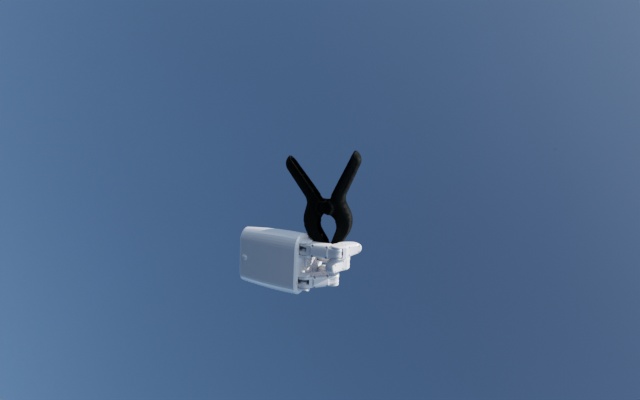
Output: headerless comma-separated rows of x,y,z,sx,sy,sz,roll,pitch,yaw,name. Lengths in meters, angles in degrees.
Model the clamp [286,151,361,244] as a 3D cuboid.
0.000,0.003,0.757,0.120,0.171,0.039,7,9,21,clamp
